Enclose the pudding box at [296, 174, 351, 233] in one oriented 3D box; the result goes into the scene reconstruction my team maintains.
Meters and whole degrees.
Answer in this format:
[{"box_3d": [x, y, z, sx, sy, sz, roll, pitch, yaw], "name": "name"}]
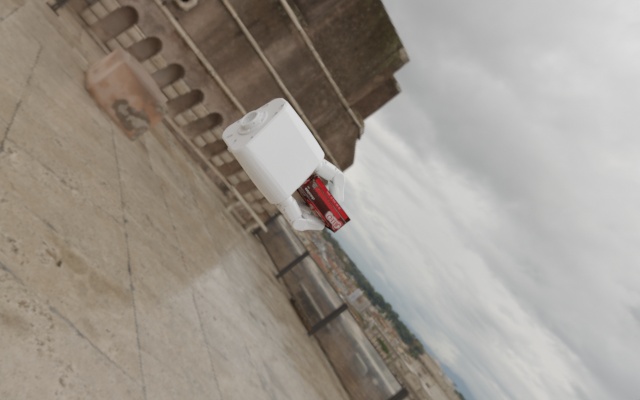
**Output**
[{"box_3d": [0.000, 0.002, 0.776, 0.039, 0.090, 0.113, -36, 7, -3], "name": "pudding box"}]
